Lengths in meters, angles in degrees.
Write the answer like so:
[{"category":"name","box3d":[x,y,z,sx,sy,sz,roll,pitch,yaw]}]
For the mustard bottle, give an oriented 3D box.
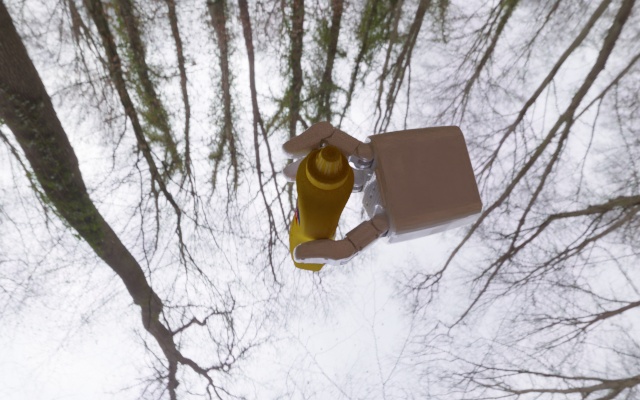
[{"category":"mustard bottle","box3d":[0.000,0.002,0.512,0.058,0.096,0.192,11,-28,-1]}]
